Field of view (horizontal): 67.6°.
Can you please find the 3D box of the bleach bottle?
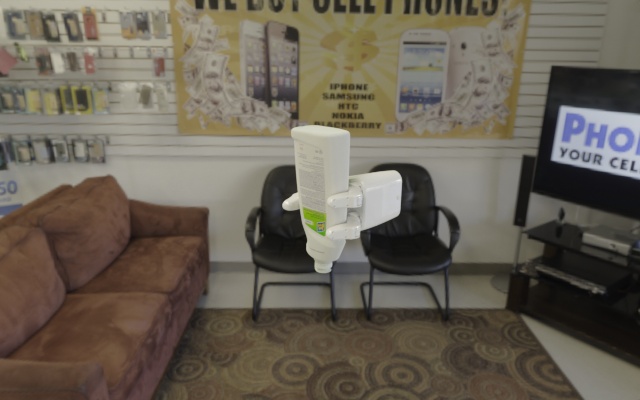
[{"bbox_3d":[0.000,0.003,0.823,0.068,0.251,0.102,-15,24,-41],"label":"bleach bottle"}]
